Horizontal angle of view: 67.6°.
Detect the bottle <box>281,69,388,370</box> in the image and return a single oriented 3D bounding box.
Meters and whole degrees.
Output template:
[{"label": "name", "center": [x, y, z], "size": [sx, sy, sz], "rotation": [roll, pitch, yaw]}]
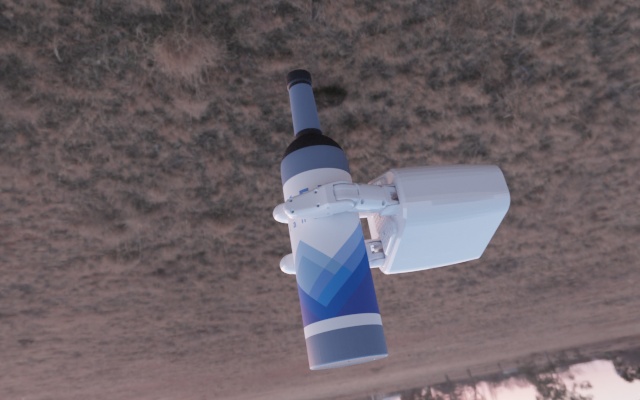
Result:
[{"label": "bottle", "center": [0.000, 0.002, 0.454], "size": [0.069, 0.295, 0.069], "rotation": [-9, -23, -4]}]
